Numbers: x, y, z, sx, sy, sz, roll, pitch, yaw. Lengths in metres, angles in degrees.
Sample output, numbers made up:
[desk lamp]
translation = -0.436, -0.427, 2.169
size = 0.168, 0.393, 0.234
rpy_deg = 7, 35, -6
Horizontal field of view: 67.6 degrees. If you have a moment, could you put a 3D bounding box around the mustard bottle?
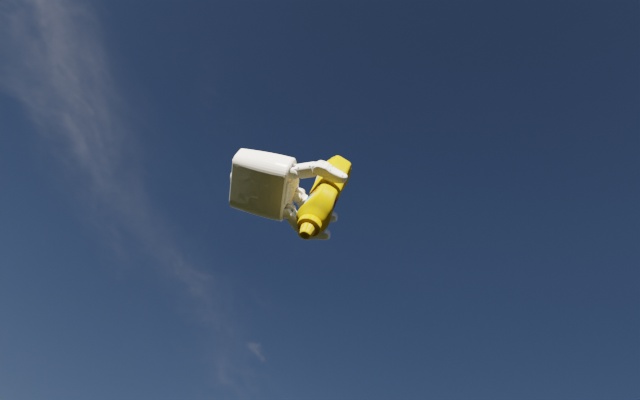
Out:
[mustard bottle]
translation = 0.001, 0.003, 0.856
size = 0.058, 0.096, 0.191
rpy_deg = 32, 39, -4
